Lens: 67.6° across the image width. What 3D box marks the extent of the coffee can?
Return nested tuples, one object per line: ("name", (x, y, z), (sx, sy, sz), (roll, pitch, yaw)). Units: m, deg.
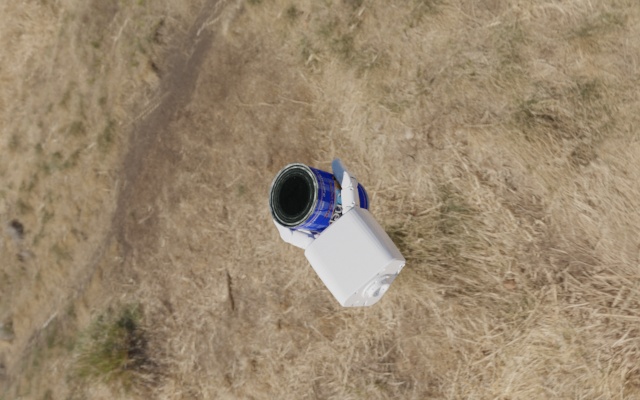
("coffee can", (0.000, 0.002, 0.783), (0.103, 0.103, 0.140), (0, -9, 39))
